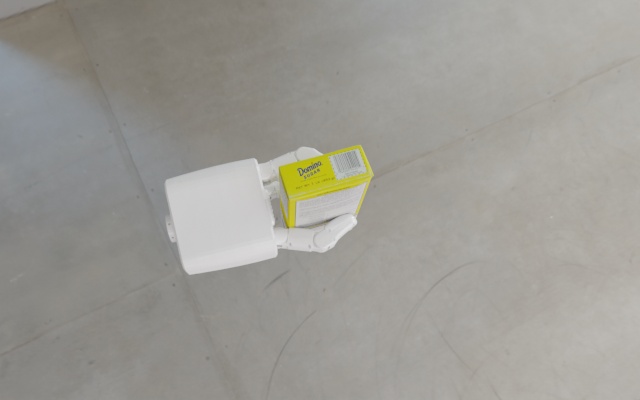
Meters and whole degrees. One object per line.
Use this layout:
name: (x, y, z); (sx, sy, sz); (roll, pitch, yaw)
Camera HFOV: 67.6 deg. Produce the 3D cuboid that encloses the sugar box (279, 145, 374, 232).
sugar box: (0.000, 0.001, 0.565); (0.093, 0.048, 0.176); (-15, -17, -10)
